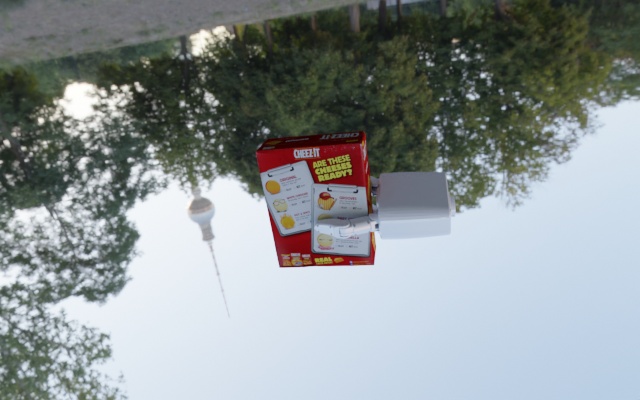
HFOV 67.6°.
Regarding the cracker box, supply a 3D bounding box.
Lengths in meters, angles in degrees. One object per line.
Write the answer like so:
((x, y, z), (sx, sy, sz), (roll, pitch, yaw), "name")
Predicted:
((0.000, 0.003, 0.774), (0.164, 0.214, 0.072), (-3, 26, 11), "cracker box")
